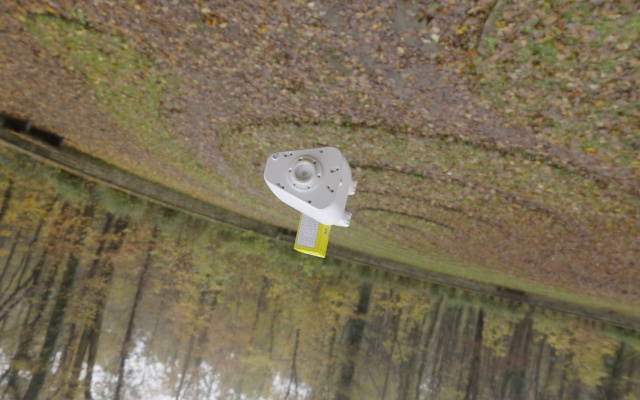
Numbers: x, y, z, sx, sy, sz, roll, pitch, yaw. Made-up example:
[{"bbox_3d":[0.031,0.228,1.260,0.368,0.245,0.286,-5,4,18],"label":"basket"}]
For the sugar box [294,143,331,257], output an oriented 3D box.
[{"bbox_3d":[0.001,0.003,0.801,0.048,0.176,0.093,12,-9,10],"label":"sugar box"}]
